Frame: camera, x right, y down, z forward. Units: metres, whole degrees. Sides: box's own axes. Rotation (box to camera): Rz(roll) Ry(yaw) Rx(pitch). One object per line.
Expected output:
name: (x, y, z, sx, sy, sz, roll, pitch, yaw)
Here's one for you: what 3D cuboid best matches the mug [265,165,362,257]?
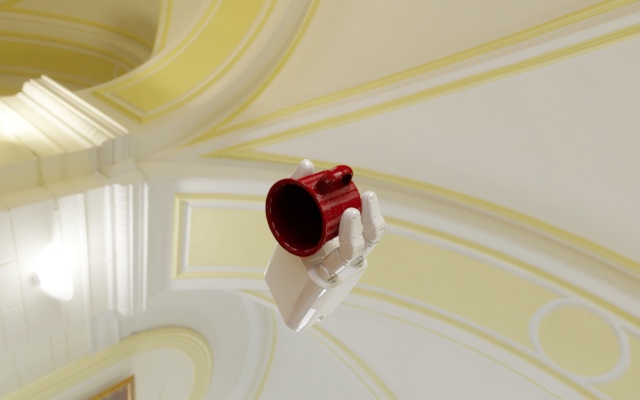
mug: (0.001, 0.001, 0.560, 0.093, 0.117, 0.081, 46, 39, 19)
